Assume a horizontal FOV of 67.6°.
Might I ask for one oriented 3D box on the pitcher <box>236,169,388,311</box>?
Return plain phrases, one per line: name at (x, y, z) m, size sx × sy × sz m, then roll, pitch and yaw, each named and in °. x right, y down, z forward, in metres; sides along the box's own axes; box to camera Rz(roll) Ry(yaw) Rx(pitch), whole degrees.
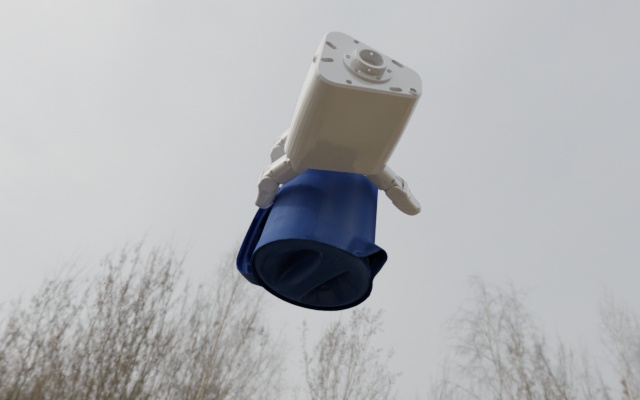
pitcher at (0.000, 0.002, 0.587) m, size 0.149 × 0.242 × 0.145 m, roll 19°, pitch -43°, yaw -6°
